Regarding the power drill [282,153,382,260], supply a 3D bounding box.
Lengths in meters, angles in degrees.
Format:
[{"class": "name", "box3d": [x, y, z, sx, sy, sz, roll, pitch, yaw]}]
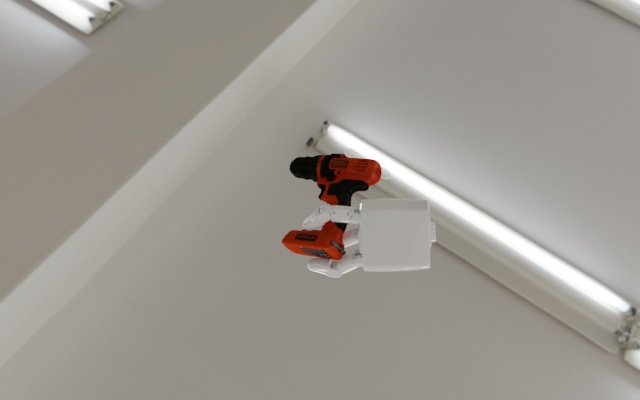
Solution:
[{"class": "power drill", "box3d": [0.000, 0.003, 0.832, 0.184, 0.187, 0.057, 5, -25, 34]}]
